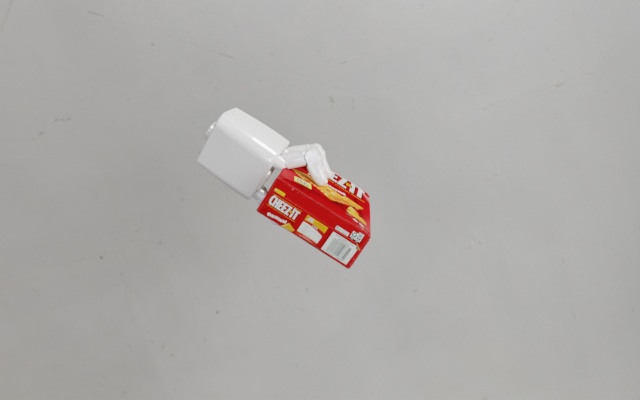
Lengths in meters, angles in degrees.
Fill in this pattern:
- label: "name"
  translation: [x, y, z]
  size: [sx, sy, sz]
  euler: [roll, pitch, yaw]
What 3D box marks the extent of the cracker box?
- label: "cracker box"
  translation: [0.000, 0.003, 0.783]
  size: [0.164, 0.072, 0.213]
  euler: [32, 17, -5]
